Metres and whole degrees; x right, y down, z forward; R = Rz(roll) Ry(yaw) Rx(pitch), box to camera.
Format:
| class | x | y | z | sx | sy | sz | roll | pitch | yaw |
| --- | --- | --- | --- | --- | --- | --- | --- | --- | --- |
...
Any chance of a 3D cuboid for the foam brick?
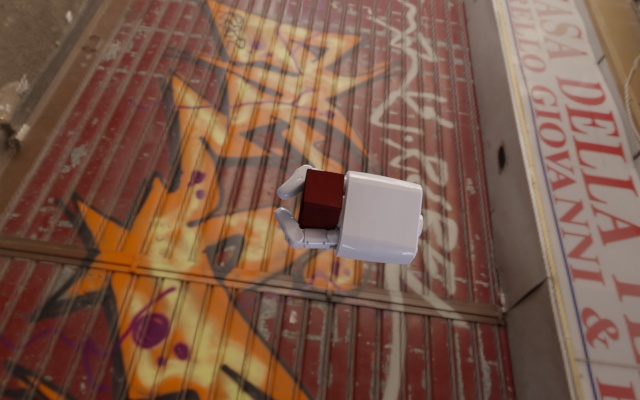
| class | x | y | z | sx | sy | sz | roll | pitch | yaw |
| --- | --- | --- | --- | --- | --- | --- | --- | --- | --- |
| foam brick | 0.000 | 0.002 | 0.631 | 0.051 | 0.053 | 0.078 | 9 | -29 | -3 |
